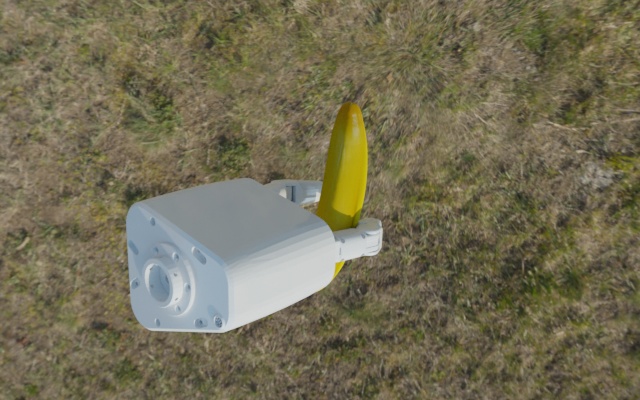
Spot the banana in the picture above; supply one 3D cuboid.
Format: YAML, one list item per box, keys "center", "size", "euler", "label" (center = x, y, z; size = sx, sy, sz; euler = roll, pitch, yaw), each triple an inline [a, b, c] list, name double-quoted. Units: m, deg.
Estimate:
- center: [0.007, 0.014, 0.426]
  size: [0.037, 0.198, 0.069]
  euler: [0, 33, -30]
  label: "banana"
